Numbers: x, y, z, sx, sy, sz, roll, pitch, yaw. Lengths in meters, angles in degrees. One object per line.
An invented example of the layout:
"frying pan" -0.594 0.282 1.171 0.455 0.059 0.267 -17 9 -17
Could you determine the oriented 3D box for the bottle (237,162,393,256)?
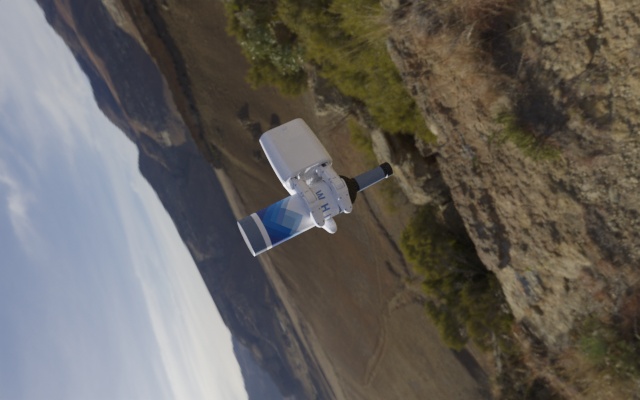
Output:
"bottle" 0.000 0.003 0.852 0.295 0.069 0.069 -26 7 -15
